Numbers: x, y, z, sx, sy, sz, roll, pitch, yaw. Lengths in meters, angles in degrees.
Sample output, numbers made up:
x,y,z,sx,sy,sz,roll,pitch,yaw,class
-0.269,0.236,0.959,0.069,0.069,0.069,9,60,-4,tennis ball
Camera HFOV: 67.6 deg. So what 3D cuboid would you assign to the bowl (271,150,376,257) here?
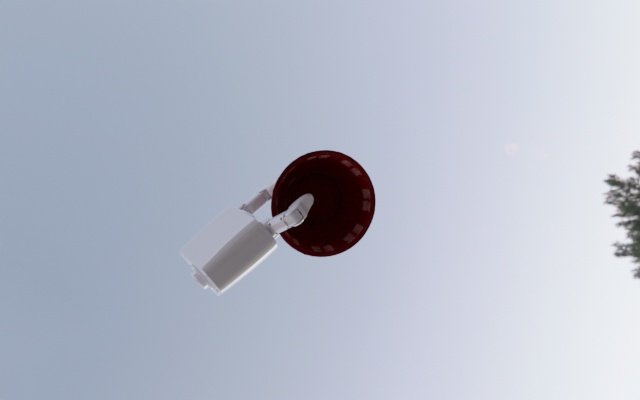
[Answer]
x,y,z,sx,sy,sz,roll,pitch,yaw,class
0.001,0.002,0.734,0.162,0.162,0.055,0,8,-15,bowl
